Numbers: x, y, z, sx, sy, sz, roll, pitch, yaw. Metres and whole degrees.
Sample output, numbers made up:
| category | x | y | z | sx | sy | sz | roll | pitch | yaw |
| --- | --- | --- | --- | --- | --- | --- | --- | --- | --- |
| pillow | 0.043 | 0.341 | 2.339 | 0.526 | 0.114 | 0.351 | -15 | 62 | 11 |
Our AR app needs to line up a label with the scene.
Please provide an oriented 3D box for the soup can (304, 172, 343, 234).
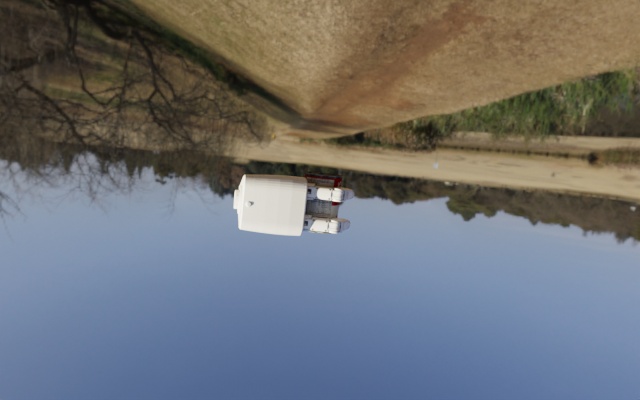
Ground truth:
| category | x | y | z | sx | sy | sz | roll | pitch | yaw |
| --- | --- | --- | --- | --- | --- | --- | --- | --- | --- |
| soup can | 0.001 | 0.003 | 0.852 | 0.068 | 0.102 | 0.068 | 6 | 6 | -1 |
